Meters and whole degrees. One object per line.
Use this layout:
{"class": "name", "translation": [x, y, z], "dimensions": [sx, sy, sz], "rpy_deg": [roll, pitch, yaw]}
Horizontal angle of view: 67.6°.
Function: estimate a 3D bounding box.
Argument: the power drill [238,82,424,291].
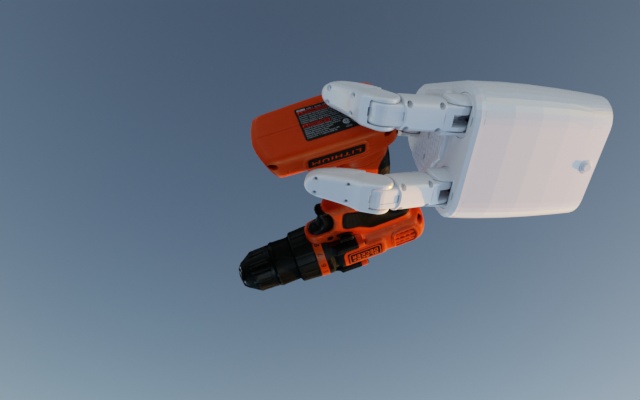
{"class": "power drill", "translation": [0.000, 0.001, 0.409], "dimensions": [0.184, 0.057, 0.188], "rpy_deg": [-21, -36, -5]}
